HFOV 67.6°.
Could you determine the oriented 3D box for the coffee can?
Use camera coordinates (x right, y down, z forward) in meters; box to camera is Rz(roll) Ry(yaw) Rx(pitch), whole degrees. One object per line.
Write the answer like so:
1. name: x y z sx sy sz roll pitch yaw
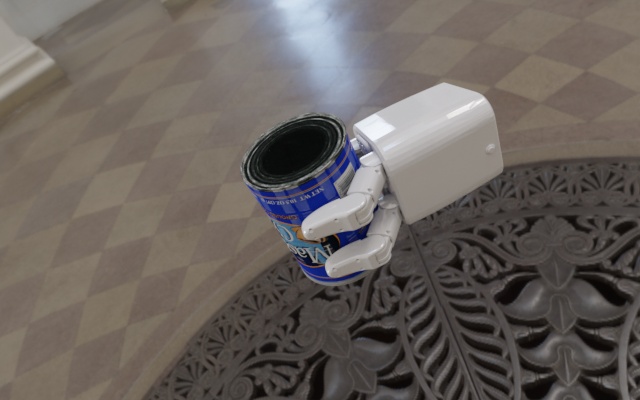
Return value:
1. coffee can: 0.000 0.002 0.466 0.103 0.102 0.140 0 -43 30
